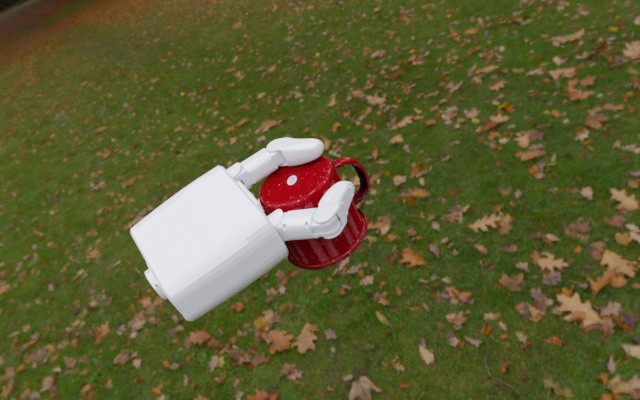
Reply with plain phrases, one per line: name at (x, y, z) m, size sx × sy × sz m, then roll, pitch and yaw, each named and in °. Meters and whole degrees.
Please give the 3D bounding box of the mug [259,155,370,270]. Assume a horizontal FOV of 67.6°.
mug at (0.001, 0.001, 0.482) m, size 0.117 × 0.081 × 0.093 m, roll -35°, pitch 35°, yaw -11°
